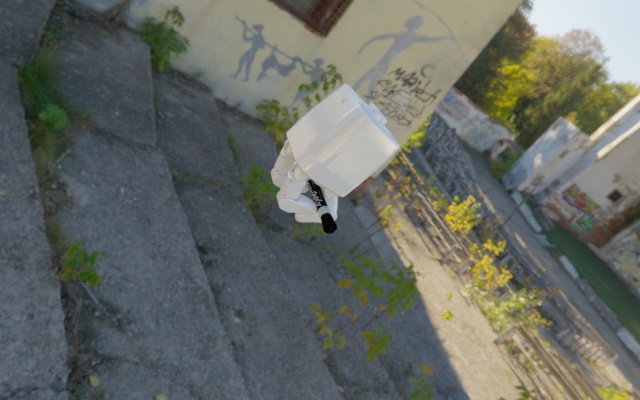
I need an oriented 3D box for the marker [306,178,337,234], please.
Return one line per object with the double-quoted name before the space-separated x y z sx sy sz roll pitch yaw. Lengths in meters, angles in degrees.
"marker" 0.000 0.002 0.661 0.020 0.020 0.121 0 38 -17
